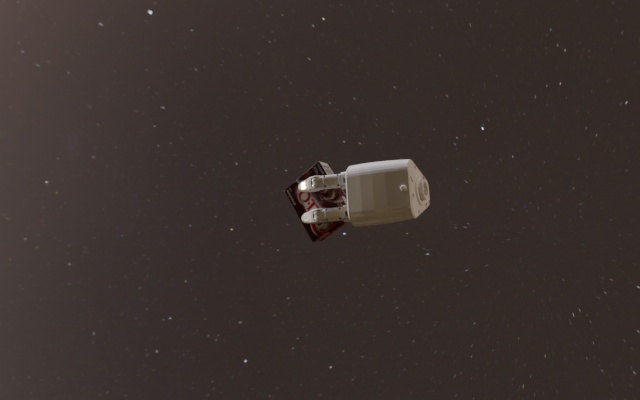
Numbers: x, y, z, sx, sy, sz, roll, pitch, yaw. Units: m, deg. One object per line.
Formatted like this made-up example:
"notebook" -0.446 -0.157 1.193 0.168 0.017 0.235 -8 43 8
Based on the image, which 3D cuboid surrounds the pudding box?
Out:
"pudding box" 0.000 0.003 0.836 0.090 0.113 0.039 -38 -22 24
